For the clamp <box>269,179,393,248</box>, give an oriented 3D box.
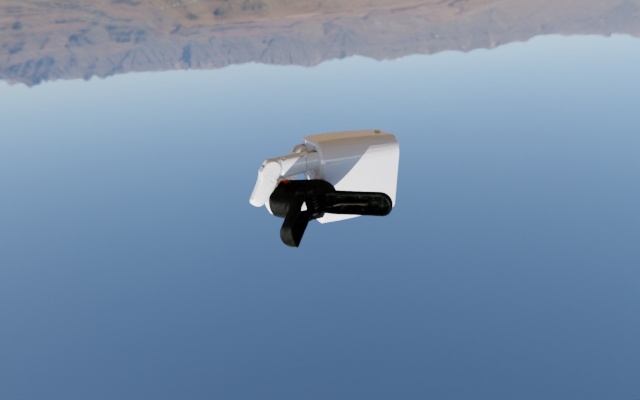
[{"bbox_3d":[0.000,0.002,0.531,0.120,0.039,0.171,-9,19,-14],"label":"clamp"}]
